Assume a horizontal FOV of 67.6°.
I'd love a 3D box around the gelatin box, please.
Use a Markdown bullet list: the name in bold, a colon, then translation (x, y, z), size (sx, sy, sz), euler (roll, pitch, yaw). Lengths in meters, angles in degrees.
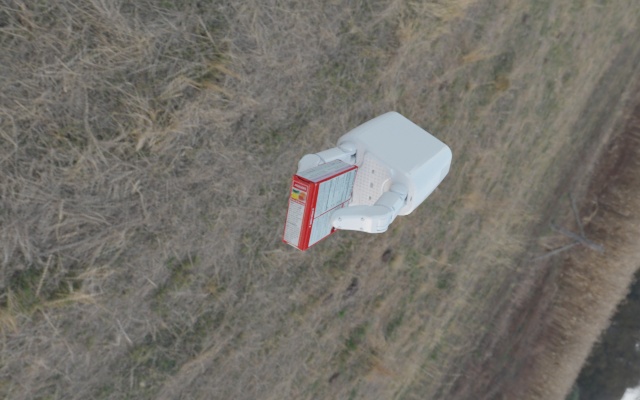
- **gelatin box**: translation (0.000, 0.002, 0.491), size (0.030, 0.073, 0.089), euler (22, 26, 24)
